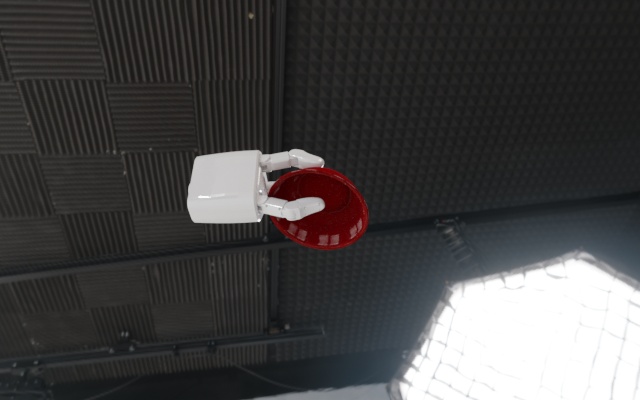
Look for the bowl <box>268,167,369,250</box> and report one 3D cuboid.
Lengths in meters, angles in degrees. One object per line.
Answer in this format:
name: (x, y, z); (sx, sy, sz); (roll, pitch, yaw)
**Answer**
bowl: (0.002, 0.003, 0.756); (0.162, 0.162, 0.055); (0, 39, 16)
